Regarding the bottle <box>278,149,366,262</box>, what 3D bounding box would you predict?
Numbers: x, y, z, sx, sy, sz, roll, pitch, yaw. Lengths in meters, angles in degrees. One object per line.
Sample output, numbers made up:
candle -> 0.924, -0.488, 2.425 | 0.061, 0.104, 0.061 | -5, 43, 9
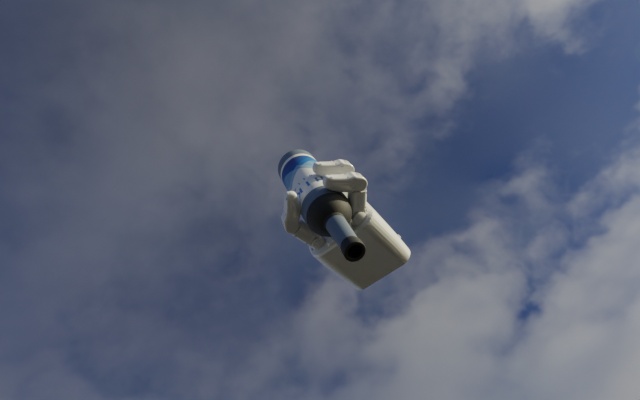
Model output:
bottle -> 0.000, 0.002, 0.686 | 0.069, 0.069, 0.295 | 0, 23, -17
